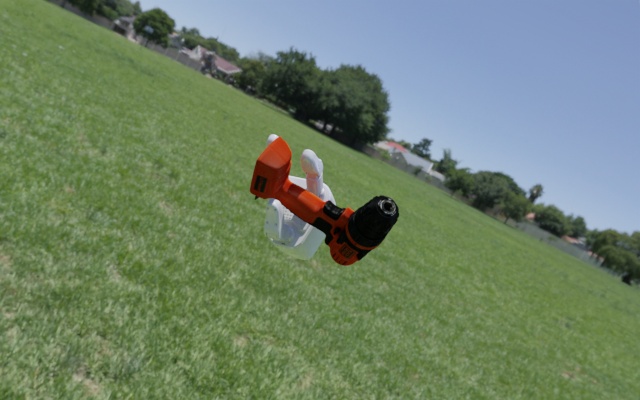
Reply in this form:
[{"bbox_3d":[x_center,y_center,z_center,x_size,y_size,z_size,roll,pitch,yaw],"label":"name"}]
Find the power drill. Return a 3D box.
[{"bbox_3d":[0.000,0.002,0.621,0.187,0.057,0.184,38,-29,4],"label":"power drill"}]
